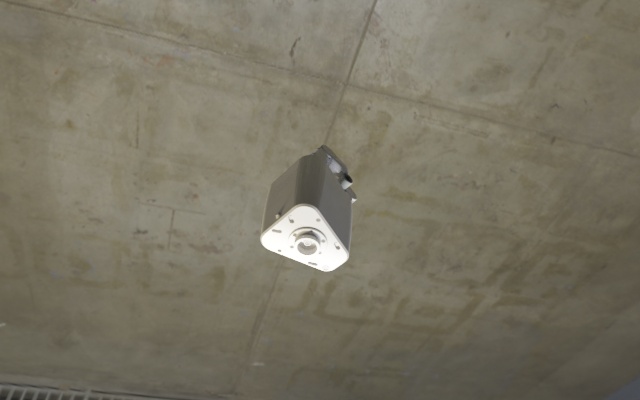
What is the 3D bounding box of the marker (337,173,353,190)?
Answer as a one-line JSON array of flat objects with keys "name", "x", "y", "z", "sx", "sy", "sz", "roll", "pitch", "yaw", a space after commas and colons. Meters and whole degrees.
[{"name": "marker", "x": 0.000, "y": 0.002, "z": 0.718, "sx": 0.121, "sy": 0.020, "sz": 0.020, "roll": -40, "pitch": -22, "yaw": 29}]
